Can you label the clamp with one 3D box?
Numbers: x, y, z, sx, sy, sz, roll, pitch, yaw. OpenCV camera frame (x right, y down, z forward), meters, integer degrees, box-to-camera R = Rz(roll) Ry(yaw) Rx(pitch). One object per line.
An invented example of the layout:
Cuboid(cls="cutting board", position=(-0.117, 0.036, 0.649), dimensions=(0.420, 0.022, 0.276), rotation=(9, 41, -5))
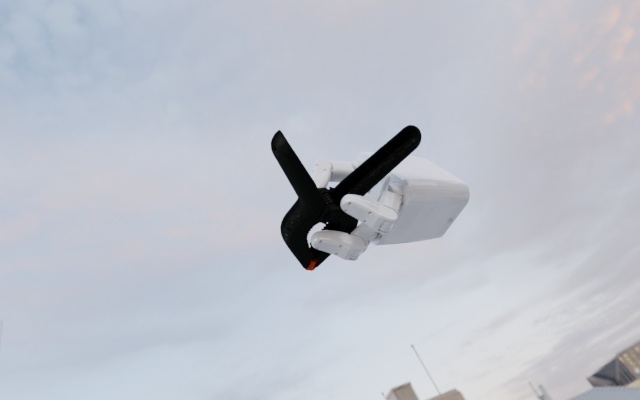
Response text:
Cuboid(cls="clamp", position=(0.000, 0.002, 0.517), dimensions=(0.164, 0.210, 0.036), rotation=(0, 44, -31))
